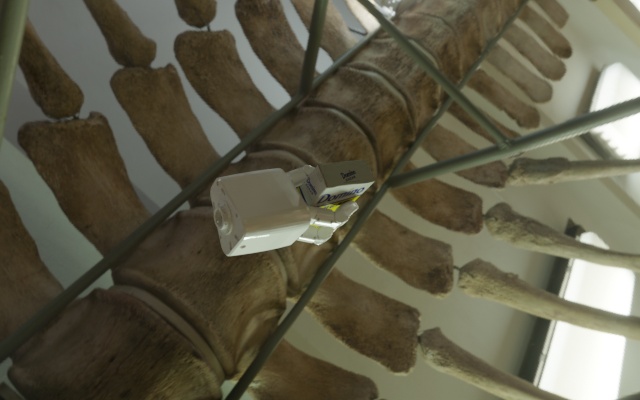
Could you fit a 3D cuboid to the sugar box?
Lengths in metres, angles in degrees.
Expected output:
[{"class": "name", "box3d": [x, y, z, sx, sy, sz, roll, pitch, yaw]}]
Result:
[{"class": "sugar box", "box3d": [0.000, 0.003, 0.754, 0.093, 0.048, 0.176, -9, -22, -35]}]
